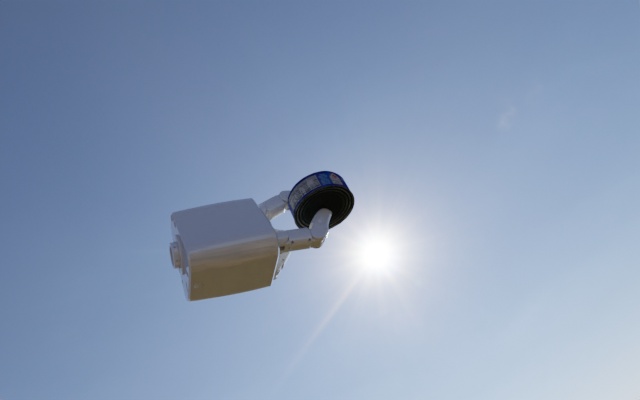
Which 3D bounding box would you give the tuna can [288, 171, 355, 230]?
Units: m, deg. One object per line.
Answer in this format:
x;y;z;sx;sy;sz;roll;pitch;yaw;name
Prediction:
0.000;0.002;0.641;0.086;0.086;0.033;0;43;-29;tuna can
